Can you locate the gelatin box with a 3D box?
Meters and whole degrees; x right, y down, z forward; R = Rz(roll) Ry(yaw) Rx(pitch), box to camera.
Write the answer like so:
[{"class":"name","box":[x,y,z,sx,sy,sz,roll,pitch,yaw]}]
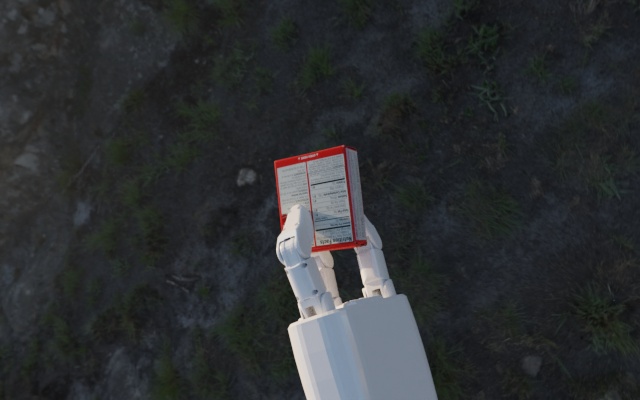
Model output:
[{"class":"gelatin box","box":[0.000,0.001,0.429,0.073,0.089,0.030,-10,-8,28]}]
